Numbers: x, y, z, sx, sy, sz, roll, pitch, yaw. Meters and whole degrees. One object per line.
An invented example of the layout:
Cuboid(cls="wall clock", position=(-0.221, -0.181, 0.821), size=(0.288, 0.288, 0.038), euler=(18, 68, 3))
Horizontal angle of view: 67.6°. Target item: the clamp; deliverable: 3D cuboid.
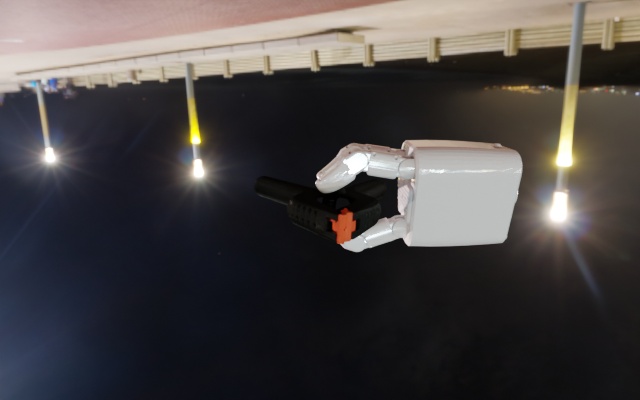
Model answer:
Cuboid(cls="clamp", position=(0.000, 0.003, 0.516), size=(0.164, 0.036, 0.210), euler=(1, 12, 0))
